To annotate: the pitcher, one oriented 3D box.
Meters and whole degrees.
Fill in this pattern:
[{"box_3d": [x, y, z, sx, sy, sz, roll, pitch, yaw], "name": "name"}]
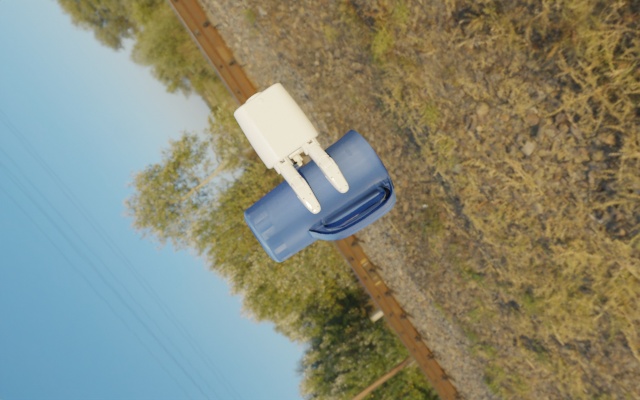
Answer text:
[{"box_3d": [0.000, 0.003, 0.812, 0.243, 0.145, 0.149, -35, 2, -5], "name": "pitcher"}]
